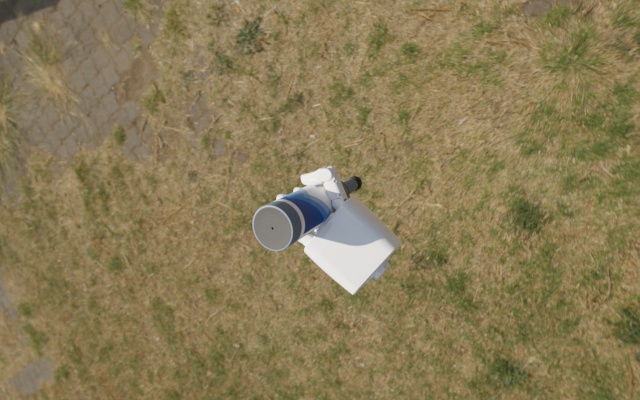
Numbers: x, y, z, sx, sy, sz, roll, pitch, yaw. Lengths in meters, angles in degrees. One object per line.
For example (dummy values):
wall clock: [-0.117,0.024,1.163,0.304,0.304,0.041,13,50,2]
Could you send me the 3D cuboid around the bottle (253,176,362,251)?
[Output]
bottle: [0.000,0.003,0.782,0.069,0.069,0.295,0,14,28]
